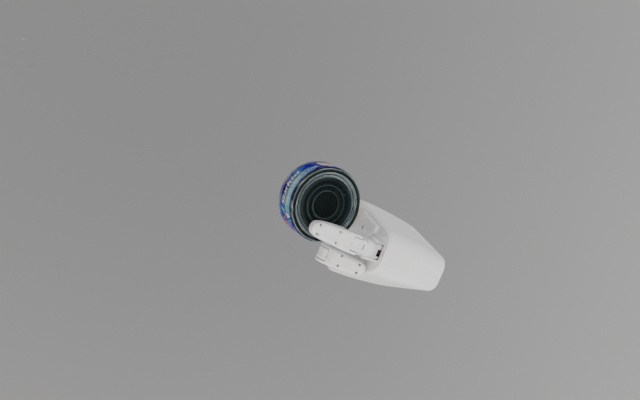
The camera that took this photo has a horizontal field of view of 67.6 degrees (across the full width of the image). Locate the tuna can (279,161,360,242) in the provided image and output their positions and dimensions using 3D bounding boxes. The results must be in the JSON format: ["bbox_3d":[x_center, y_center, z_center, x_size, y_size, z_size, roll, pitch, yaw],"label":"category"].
[{"bbox_3d":[0.000,0.002,0.524,0.086,0.086,0.033,0,14,-26],"label":"tuna can"}]
